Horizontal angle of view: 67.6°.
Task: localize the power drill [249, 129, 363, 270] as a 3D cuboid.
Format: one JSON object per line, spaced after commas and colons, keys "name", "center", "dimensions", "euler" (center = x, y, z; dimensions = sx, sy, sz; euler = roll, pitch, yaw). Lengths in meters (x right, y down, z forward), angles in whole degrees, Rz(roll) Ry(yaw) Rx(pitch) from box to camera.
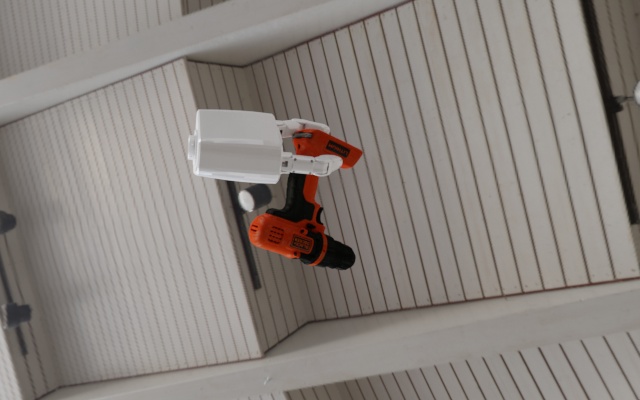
{"name": "power drill", "center": [0.000, 0.002, 0.706], "dimensions": [0.184, 0.187, 0.057], "euler": [22, -9, -36]}
